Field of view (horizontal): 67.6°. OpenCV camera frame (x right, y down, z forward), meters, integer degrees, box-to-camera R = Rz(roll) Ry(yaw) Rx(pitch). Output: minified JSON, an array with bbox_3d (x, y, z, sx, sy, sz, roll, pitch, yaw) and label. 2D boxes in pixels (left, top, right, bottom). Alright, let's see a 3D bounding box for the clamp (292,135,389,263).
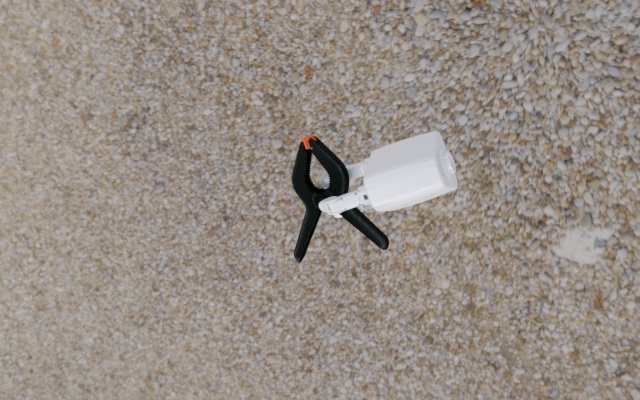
[{"bbox_3d":[0.000,0.002,0.763,0.164,0.210,0.036,-19,10,23],"label":"clamp"}]
